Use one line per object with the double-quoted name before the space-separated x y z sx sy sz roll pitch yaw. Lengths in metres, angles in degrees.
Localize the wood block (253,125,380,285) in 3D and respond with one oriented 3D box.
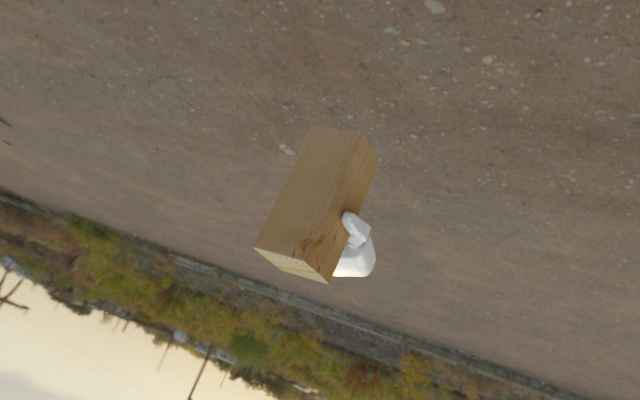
"wood block" 0.000 0.003 0.693 0.091 0.206 0.090 11 -23 31
